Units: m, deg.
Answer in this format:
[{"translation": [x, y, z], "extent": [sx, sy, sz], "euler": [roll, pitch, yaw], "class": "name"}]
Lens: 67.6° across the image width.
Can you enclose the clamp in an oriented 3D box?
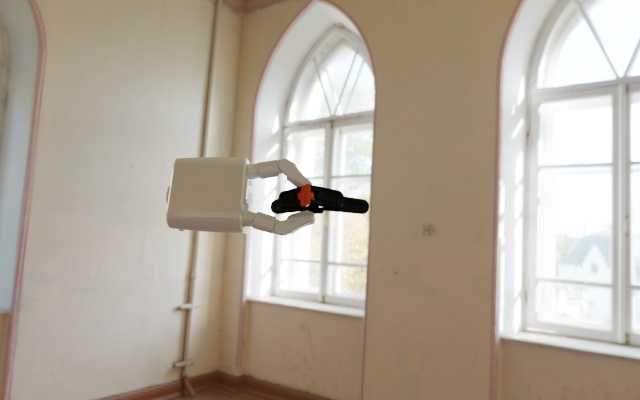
[{"translation": [0.000, 0.001, 0.714], "extent": [0.164, 0.036, 0.210], "euler": [-1, -5, -1], "class": "clamp"}]
